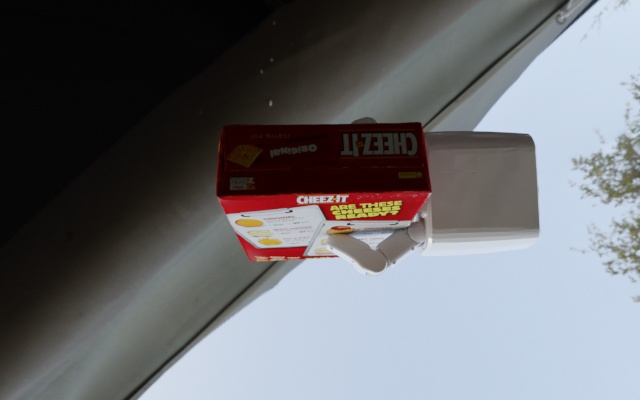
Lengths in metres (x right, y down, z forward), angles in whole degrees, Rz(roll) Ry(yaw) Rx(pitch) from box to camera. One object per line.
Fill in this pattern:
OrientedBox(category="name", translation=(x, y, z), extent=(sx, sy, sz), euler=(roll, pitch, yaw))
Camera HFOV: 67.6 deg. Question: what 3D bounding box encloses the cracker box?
OrientedBox(category="cracker box", translation=(0.000, 0.002, 0.465), extent=(0.164, 0.072, 0.214), euler=(-2, -20, -2))
